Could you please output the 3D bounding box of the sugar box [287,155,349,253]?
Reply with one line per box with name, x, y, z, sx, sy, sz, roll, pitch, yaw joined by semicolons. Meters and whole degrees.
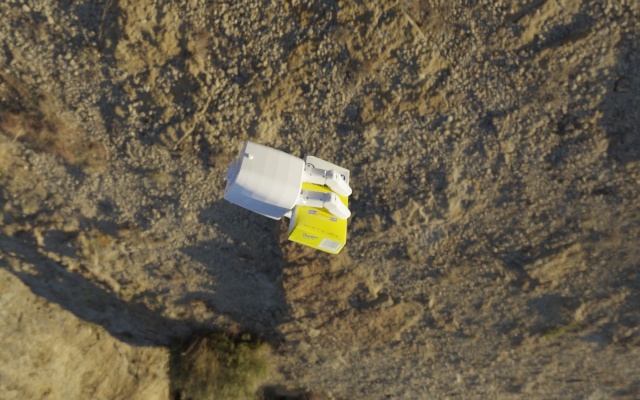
sugar box;0.000;0.002;0.849;0.093;0.176;0.048;20;-42;-16
